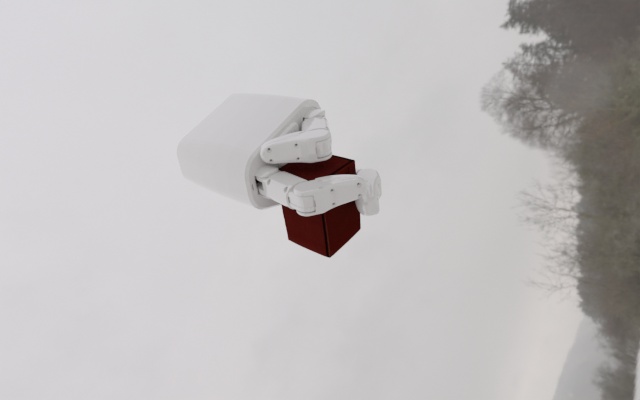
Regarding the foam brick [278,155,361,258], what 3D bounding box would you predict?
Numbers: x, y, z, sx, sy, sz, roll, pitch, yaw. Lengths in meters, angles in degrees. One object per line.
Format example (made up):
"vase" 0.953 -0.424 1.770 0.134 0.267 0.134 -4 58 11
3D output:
"foam brick" 0.000 0.002 0.438 0.051 0.078 0.053 17 38 36
